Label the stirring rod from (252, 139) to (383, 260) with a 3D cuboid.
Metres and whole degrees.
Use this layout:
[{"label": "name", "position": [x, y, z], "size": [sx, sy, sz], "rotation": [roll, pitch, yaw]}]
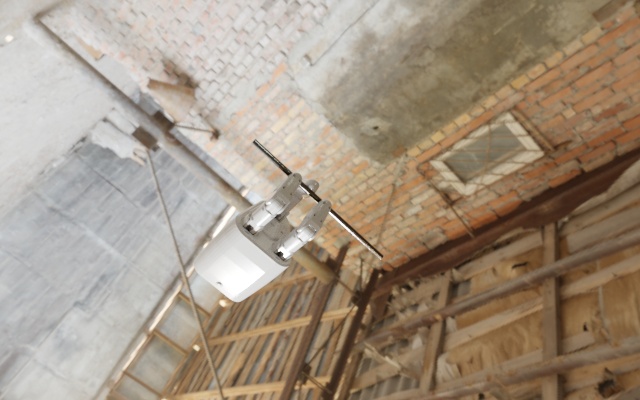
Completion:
[{"label": "stirring rod", "position": [0.000, 0.002, 0.644], "size": [0.239, 0.011, 0.011], "rotation": [42, -13, -15]}]
